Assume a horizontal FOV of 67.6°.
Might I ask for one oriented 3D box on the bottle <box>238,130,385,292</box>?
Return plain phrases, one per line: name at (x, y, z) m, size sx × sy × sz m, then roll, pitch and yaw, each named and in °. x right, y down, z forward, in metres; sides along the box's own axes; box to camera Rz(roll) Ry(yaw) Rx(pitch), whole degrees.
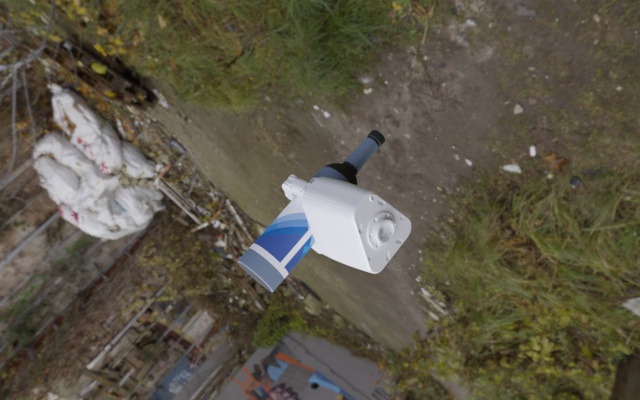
bottle at (0.000, 0.003, 0.717) m, size 0.069 × 0.295 × 0.069 m, roll 37°, pitch -18°, yaw 14°
